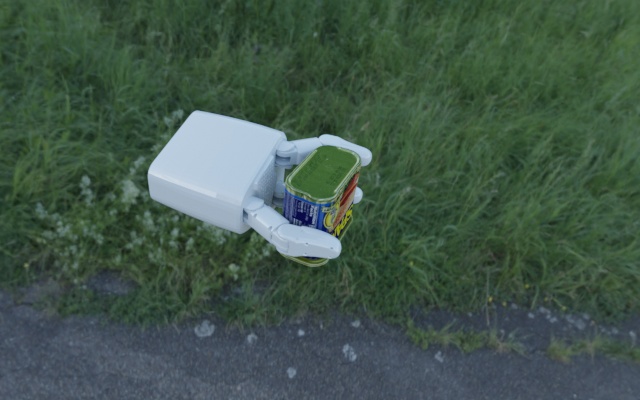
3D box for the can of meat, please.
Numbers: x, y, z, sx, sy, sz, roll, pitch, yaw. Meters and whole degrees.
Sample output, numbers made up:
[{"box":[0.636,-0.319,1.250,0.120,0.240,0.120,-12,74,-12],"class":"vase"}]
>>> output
[{"box":[0.000,0.001,0.488,0.057,0.084,0.102,20,39,15],"class":"can of meat"}]
